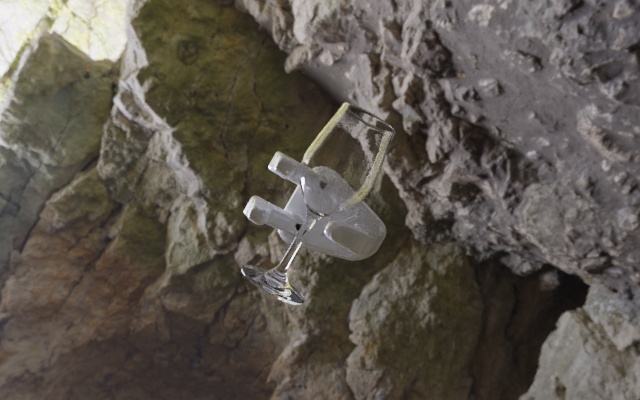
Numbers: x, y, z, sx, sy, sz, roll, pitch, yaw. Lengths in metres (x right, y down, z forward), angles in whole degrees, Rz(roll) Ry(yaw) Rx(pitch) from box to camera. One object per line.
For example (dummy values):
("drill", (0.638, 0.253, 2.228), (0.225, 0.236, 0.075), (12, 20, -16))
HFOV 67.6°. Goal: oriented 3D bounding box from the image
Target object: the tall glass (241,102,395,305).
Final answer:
("tall glass", (0.000, 0.002, 0.491), (0.079, 0.201, 0.079), (30, 3, -2))
